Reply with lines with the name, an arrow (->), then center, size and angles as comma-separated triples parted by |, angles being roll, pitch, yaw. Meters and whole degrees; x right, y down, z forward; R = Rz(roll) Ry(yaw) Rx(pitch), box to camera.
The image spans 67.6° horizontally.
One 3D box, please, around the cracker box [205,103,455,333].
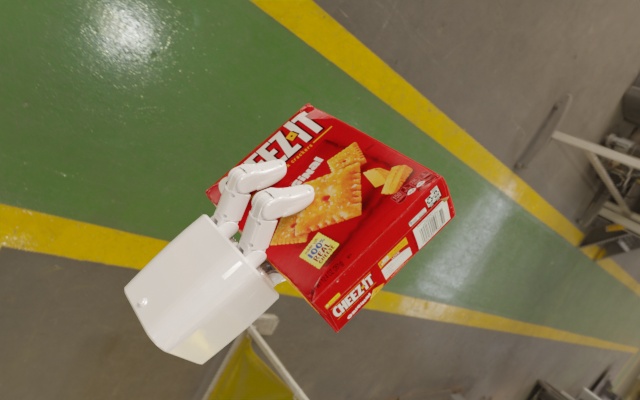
cracker box -> 0.000, 0.002, 0.494 | 0.213, 0.164, 0.072 | 38, -15, 42
